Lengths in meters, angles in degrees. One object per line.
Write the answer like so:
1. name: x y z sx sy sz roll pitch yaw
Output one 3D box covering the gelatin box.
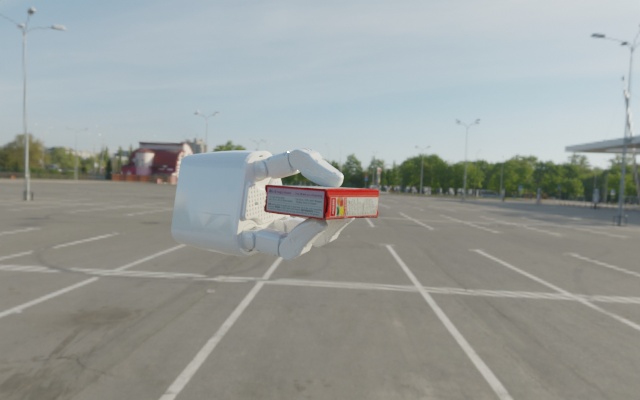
1. gelatin box: 0.000 0.001 0.464 0.073 0.030 0.089 0 3 -45
